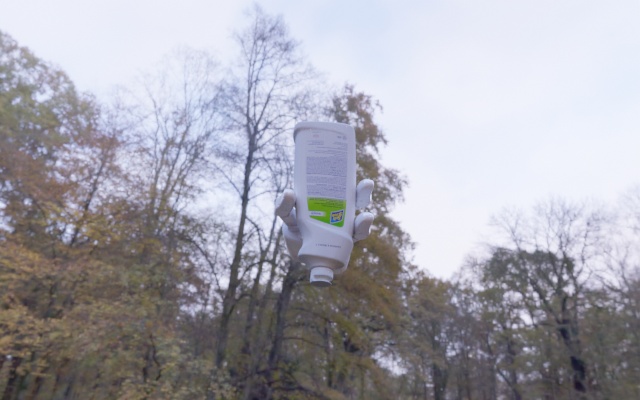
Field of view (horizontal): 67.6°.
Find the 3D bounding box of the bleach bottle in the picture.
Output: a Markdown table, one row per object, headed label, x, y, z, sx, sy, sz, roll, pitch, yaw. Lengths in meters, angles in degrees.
| label | x | y | z | sx | sy | sz | roll | pitch | yaw |
| --- | --- | --- | --- | --- | --- | --- | --- | --- | --- |
| bleach bottle | 0.000 | 0.002 | 0.704 | 0.102 | 0.250 | 0.068 | 3 | -28 | 2 |
